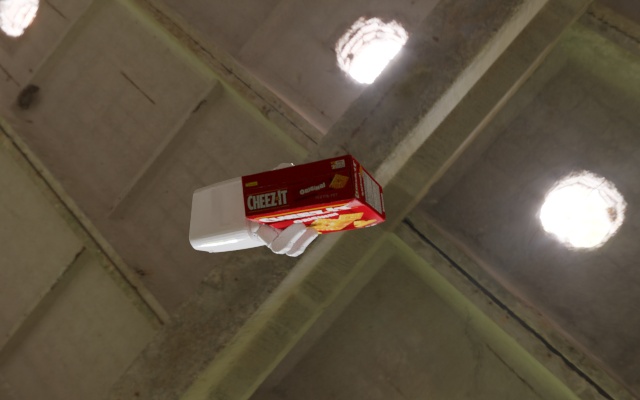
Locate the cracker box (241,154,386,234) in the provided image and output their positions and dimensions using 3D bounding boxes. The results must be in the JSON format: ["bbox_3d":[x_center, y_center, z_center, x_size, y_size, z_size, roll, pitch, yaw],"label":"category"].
[{"bbox_3d":[0.000,0.002,0.741,0.164,0.072,0.214,-11,-13,16],"label":"cracker box"}]
